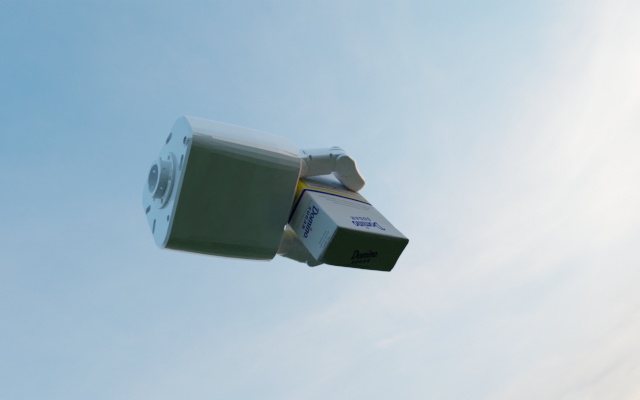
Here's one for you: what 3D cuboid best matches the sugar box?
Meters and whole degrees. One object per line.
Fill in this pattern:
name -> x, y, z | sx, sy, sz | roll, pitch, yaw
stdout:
sugar box -> 0.000, 0.002, 0.484 | 0.093, 0.048, 0.176 | 13, 25, -37
